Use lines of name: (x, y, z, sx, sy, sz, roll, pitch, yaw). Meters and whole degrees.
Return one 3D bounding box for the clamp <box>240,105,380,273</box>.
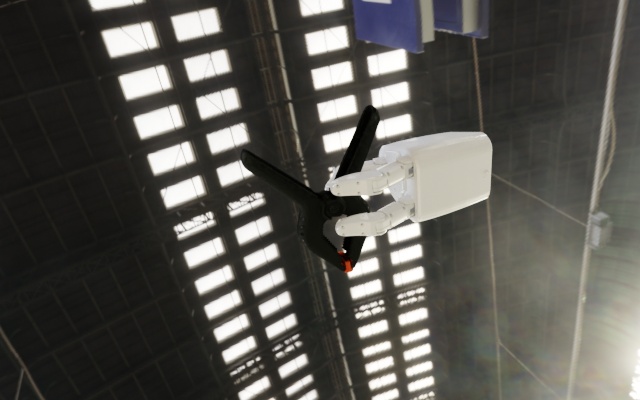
clamp: (0.000, 0.002, 0.576, 0.164, 0.210, 0.036, -14, 29, -11)
